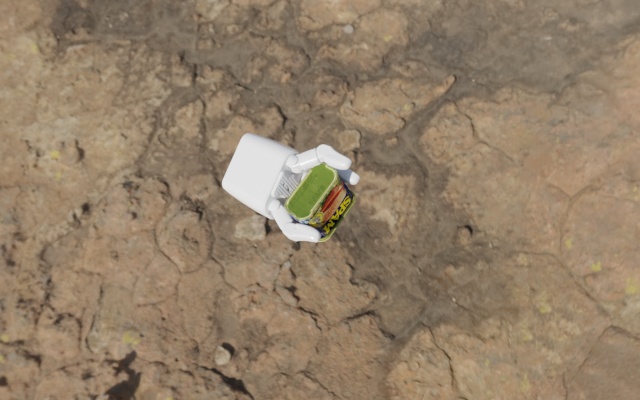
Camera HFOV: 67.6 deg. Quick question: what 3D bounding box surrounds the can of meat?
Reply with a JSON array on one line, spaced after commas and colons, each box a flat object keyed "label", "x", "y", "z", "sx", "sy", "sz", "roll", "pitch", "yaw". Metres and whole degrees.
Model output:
[{"label": "can of meat", "x": 0.000, "y": 0.002, "z": 0.752, "sx": 0.057, "sy": 0.102, "sz": 0.084, "roll": 30, "pitch": -12, "yaw": 33}]
